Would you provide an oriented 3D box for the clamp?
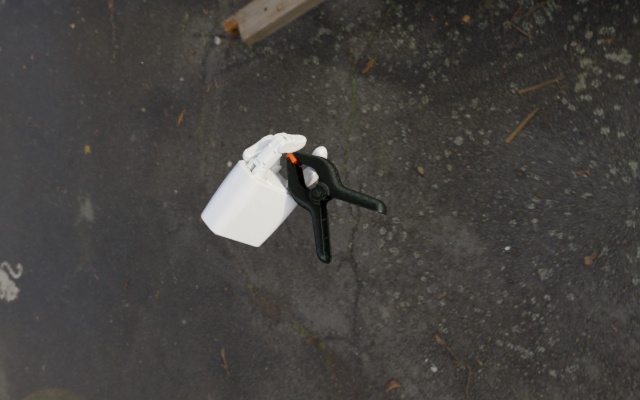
[{"bbox_3d":[0.000,0.002,0.686,0.171,0.120,0.039,45,6,25],"label":"clamp"}]
